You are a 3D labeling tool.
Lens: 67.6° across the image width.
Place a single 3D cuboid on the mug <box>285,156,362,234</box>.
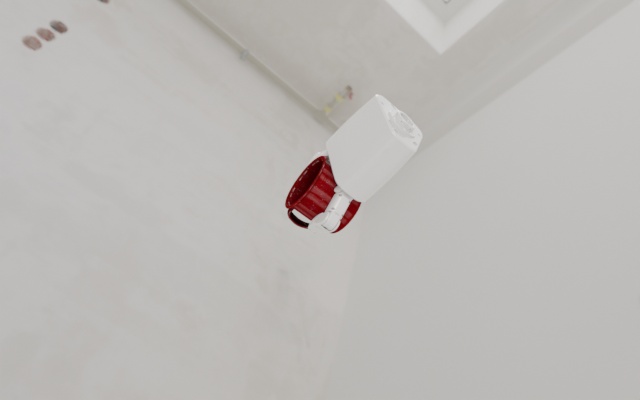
[{"bbox_3d":[-0.001,0.003,0.707,0.081,0.117,0.093,36,31,-17],"label":"mug"}]
